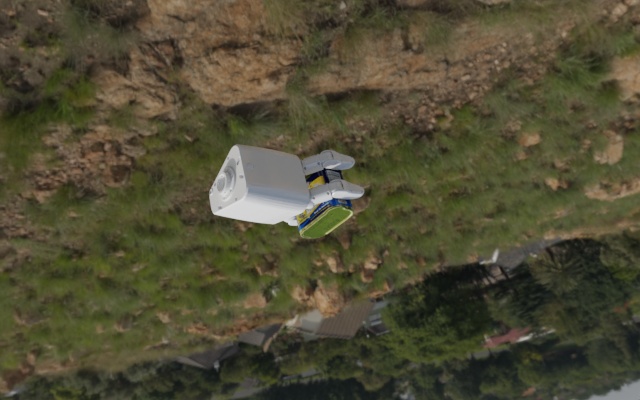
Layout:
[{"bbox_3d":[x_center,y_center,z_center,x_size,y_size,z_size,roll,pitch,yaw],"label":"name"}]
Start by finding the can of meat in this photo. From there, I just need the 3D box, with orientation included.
[{"bbox_3d":[0.000,0.003,0.768,0.057,0.084,0.102,13,-40,-41],"label":"can of meat"}]
